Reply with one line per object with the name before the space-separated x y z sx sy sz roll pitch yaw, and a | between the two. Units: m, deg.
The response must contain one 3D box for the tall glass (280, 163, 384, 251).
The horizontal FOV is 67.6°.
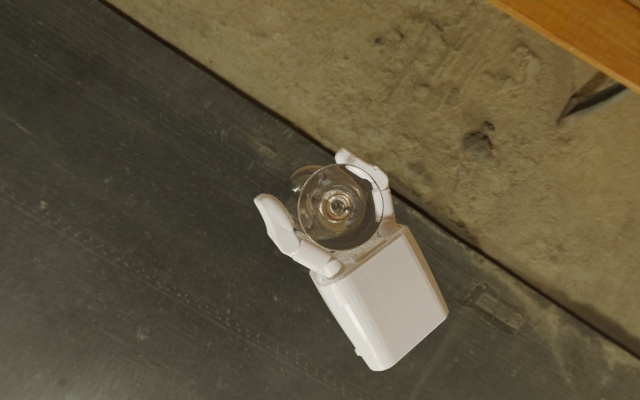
tall glass | 0.000 0.001 0.496 0.079 0.079 0.201 0 3 -10
